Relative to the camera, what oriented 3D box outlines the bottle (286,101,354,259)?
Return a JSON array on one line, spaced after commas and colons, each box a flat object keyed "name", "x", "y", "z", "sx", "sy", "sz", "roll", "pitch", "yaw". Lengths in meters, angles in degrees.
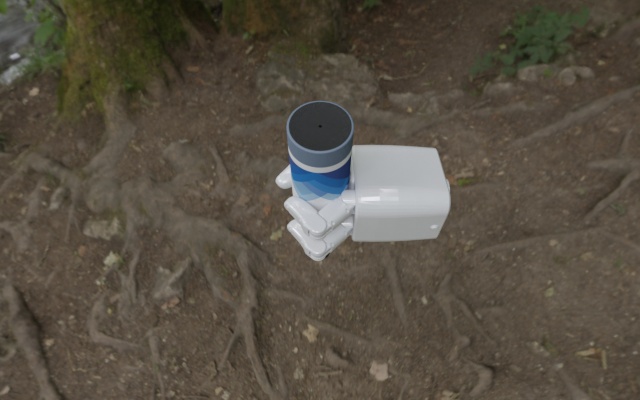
[{"name": "bottle", "x": 0.000, "y": 0.002, "z": 0.593, "sx": 0.069, "sy": 0.069, "sz": 0.296, "roll": 0, "pitch": -31, "yaw": 0}]
